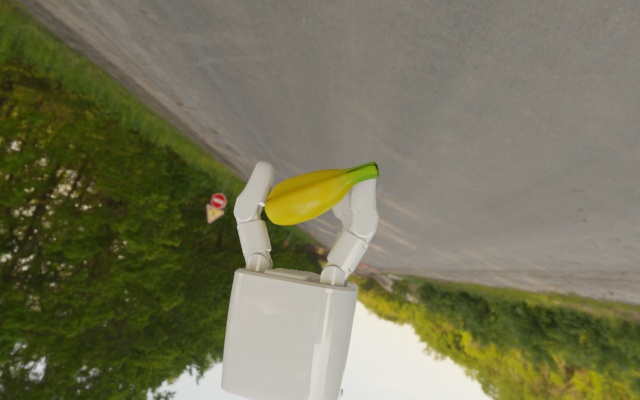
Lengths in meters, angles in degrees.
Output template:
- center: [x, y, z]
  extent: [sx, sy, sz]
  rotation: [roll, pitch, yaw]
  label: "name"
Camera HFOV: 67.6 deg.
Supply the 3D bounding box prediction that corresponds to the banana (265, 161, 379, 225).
- center: [-0.017, 0.002, 0.429]
  extent: [0.069, 0.037, 0.198]
  rotation: [-4, -5, -19]
  label: "banana"
